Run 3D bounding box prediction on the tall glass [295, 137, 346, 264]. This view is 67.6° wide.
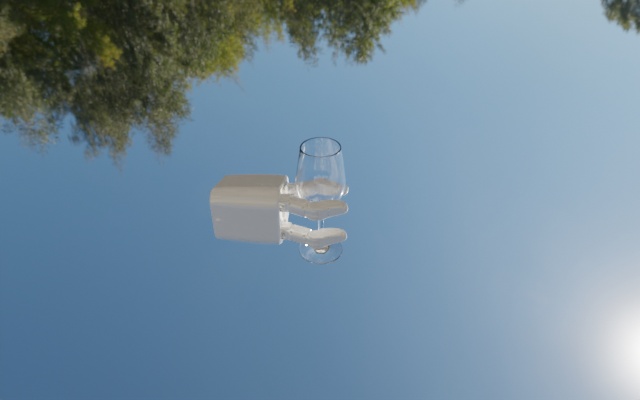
[{"bbox_3d":[0.000,0.003,0.758,0.079,0.201,0.079,0,35,0],"label":"tall glass"}]
